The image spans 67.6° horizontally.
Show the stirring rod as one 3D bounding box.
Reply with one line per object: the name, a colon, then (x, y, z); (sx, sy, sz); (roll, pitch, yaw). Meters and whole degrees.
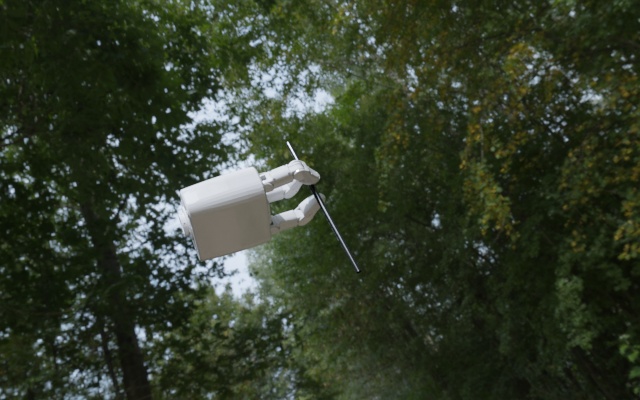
stirring rod: (0.000, 0.002, 0.687); (0.011, 0.239, 0.011); (-21, -30, -13)
